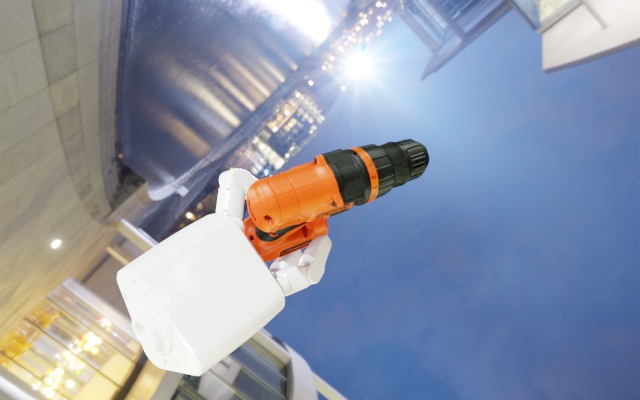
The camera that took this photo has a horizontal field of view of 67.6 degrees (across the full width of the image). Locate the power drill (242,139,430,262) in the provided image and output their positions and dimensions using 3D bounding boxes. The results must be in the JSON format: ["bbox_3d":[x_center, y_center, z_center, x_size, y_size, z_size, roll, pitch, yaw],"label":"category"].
[{"bbox_3d":[0.000,0.002,0.491,0.184,0.057,0.188,-17,-13,-24],"label":"power drill"}]
